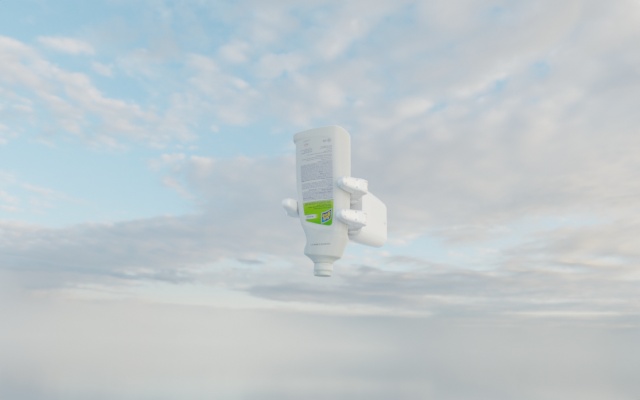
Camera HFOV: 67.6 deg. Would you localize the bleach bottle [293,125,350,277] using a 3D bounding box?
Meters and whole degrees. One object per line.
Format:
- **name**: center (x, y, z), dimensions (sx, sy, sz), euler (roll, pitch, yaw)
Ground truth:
- **bleach bottle**: center (0.000, 0.003, 0.809), dimensions (0.102, 0.250, 0.068), euler (-8, -19, 30)
